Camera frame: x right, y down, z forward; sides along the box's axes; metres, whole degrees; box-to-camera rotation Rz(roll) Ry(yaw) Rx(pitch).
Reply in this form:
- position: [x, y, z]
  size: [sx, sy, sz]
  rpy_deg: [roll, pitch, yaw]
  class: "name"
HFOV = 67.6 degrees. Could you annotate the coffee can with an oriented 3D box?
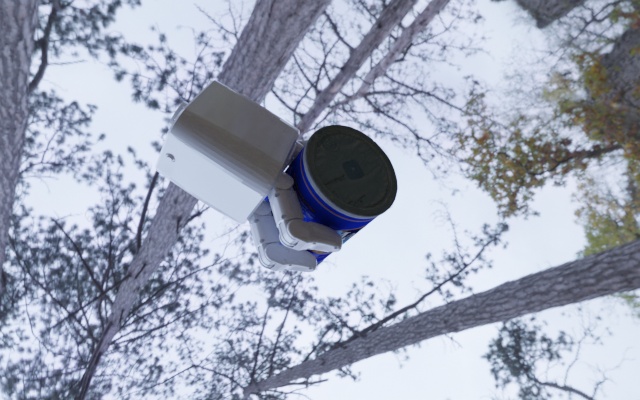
- position: [0.000, 0.002, 0.509]
  size: [0.103, 0.102, 0.140]
  rpy_deg: [0, -28, -31]
  class: "coffee can"
